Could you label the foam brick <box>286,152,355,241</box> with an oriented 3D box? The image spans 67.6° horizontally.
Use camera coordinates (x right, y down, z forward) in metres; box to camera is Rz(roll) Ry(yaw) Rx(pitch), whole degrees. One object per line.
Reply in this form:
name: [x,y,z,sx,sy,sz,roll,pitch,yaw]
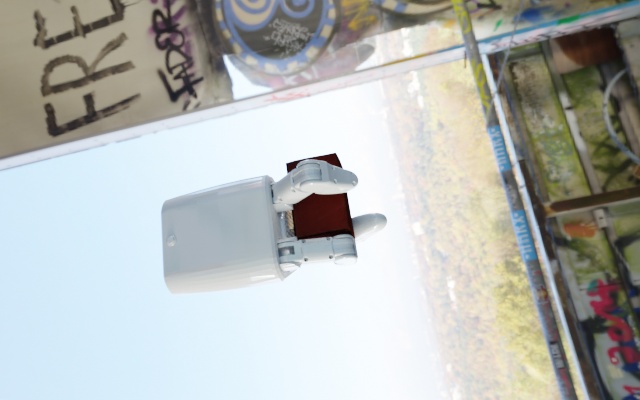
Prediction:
foam brick: [0.000,0.001,0.459,0.051,0.078,0.053,-11,-18,8]
